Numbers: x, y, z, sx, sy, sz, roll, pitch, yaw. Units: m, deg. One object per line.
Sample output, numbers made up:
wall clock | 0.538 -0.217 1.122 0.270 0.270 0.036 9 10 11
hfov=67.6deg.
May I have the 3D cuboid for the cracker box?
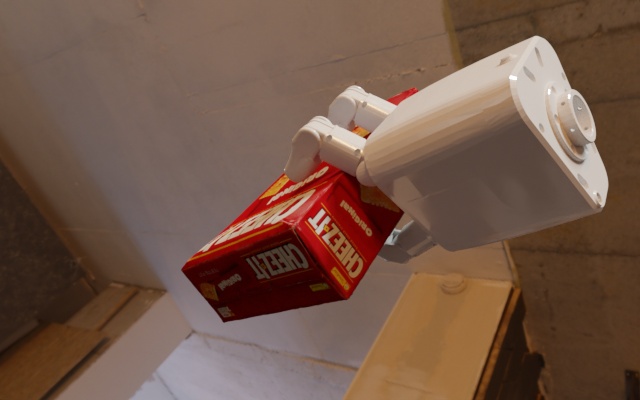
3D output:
cracker box | 0.000 0.001 0.425 0.164 0.072 0.213 -24 18 46
